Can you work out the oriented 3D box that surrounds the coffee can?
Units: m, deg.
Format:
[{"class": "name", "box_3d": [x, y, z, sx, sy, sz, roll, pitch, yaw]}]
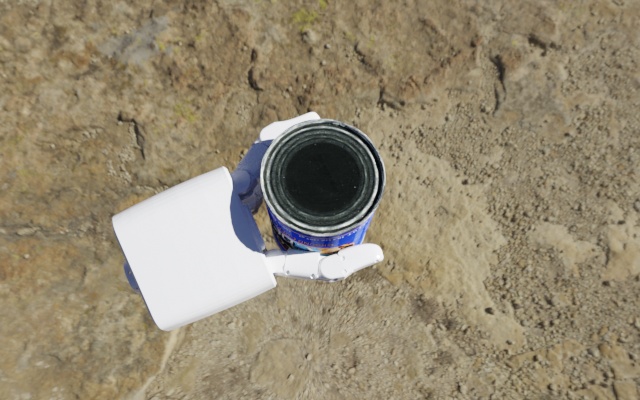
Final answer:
[{"class": "coffee can", "box_3d": [0.000, 0.002, 0.451, 0.103, 0.102, 0.140, 0, -18, -2]}]
